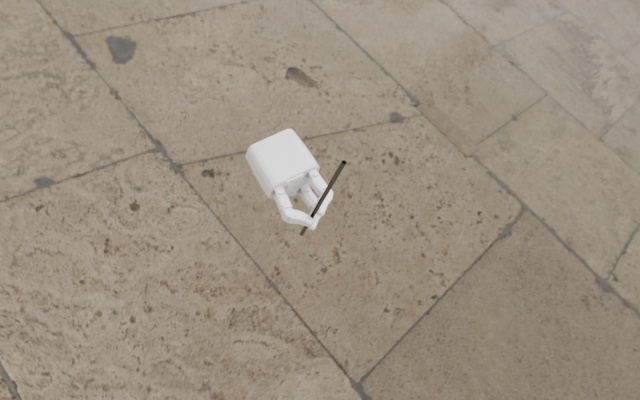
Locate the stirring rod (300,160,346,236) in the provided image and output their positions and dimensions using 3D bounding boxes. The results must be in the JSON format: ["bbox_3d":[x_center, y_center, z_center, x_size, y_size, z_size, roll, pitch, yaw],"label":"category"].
[{"bbox_3d":[0.000,0.003,0.869,0.011,0.011,0.240,0,-33,-22],"label":"stirring rod"}]
